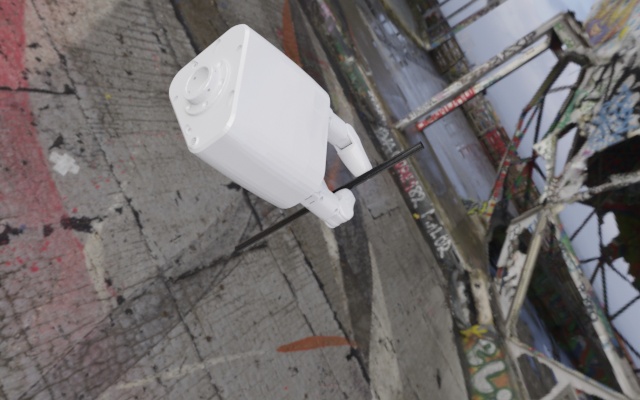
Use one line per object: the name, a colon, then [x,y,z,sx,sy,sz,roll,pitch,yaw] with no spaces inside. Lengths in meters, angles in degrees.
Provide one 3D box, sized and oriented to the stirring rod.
stirring rod: [0.000,0.002,0.498,0.239,0.011,0.011,-29,-13,24]
